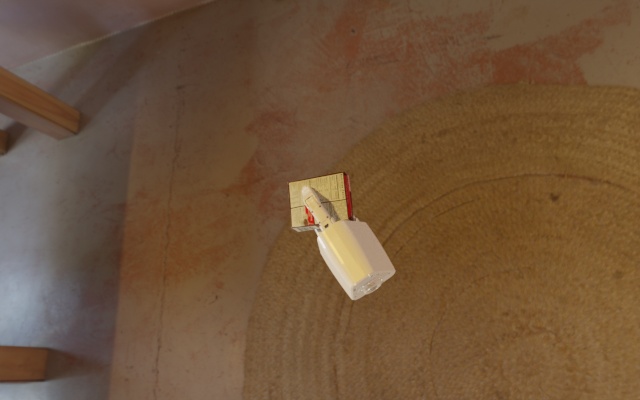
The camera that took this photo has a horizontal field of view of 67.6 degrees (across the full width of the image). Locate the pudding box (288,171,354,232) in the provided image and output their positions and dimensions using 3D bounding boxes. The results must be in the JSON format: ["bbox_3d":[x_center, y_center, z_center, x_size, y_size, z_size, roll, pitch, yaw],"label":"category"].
[{"bbox_3d":[0.000,0.003,0.858,0.113,0.090,0.039,-9,-15,17],"label":"pudding box"}]
